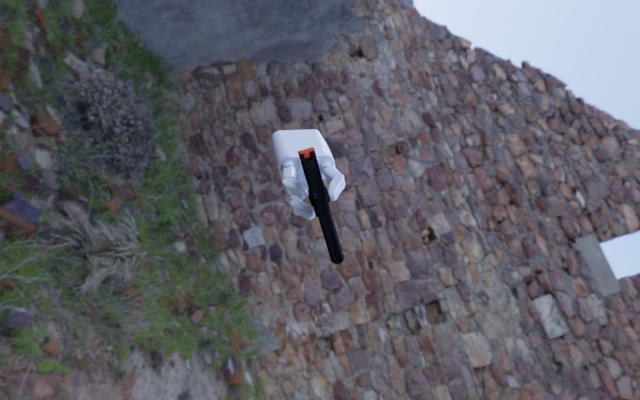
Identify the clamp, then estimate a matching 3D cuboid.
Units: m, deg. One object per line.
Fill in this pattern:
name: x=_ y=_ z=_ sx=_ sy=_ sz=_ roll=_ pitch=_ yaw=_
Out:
clamp: x=0.001 y=0.002 z=0.861 sx=0.036 sy=0.210 sz=0.164 roll=-17 pitch=42 yaw=-3
